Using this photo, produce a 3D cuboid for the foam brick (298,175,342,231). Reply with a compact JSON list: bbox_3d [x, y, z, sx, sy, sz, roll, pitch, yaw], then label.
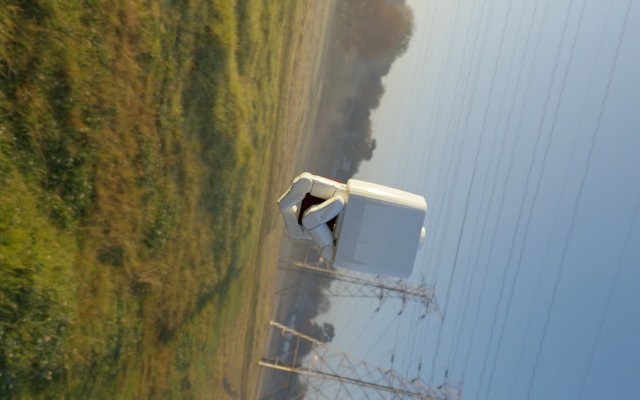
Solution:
[{"bbox_3d":[0.000,0.002,0.686,0.051,0.053,0.078,12,21,0],"label":"foam brick"}]
